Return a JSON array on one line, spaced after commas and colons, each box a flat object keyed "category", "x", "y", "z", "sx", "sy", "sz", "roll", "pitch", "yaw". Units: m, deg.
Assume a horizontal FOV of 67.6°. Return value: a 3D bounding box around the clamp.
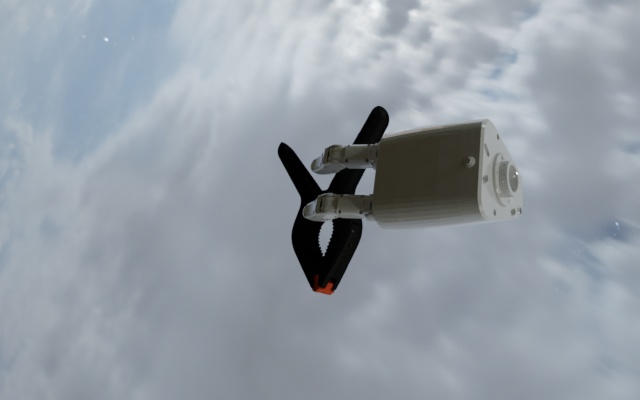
[{"category": "clamp", "x": 0.001, "y": 0.003, "z": 0.556, "sx": 0.164, "sy": 0.210, "sz": 0.036, "roll": -6, "pitch": -20, "yaw": 42}]
